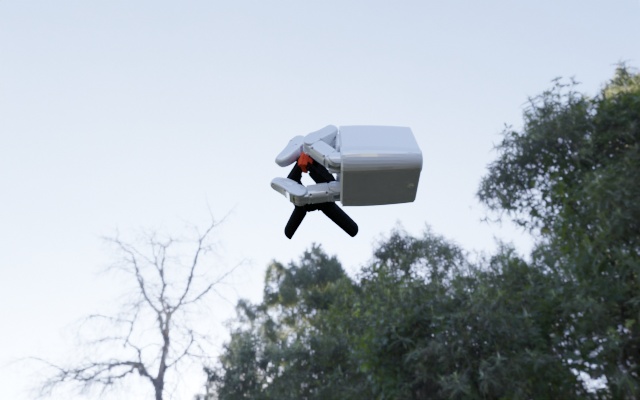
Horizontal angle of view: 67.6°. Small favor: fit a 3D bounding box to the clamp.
[{"bbox_3d":[0.000,0.002,0.720,0.120,0.039,0.172,-1,-42,0],"label":"clamp"}]
